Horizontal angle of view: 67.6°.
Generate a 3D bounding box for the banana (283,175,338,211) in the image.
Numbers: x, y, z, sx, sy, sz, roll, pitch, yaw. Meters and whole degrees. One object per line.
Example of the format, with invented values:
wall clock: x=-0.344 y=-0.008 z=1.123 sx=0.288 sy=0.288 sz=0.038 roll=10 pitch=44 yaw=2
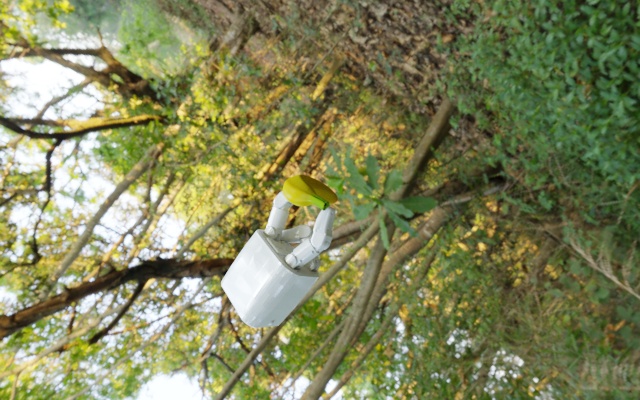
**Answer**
banana: x=-0.015 y=-0.009 z=0.665 sx=0.069 sy=0.037 sz=0.198 roll=37 pitch=7 yaw=3
